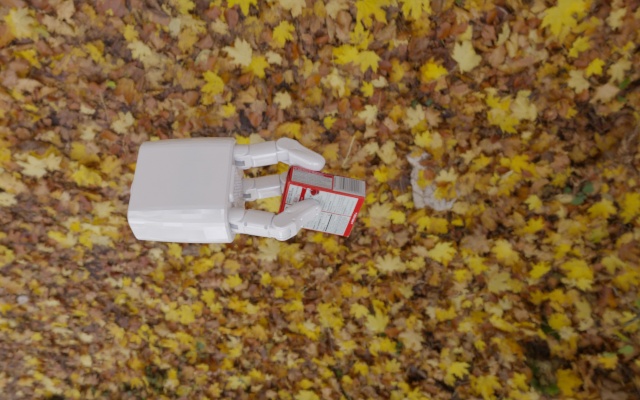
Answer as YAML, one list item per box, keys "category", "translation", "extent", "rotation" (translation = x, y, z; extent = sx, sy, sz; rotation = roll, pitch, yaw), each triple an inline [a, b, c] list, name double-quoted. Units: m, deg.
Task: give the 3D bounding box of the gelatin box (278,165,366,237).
- category: "gelatin box"
  translation: [0.000, 0.002, 0.545]
  extent: [0.089, 0.030, 0.073]
  rotation: [12, -43, -6]
